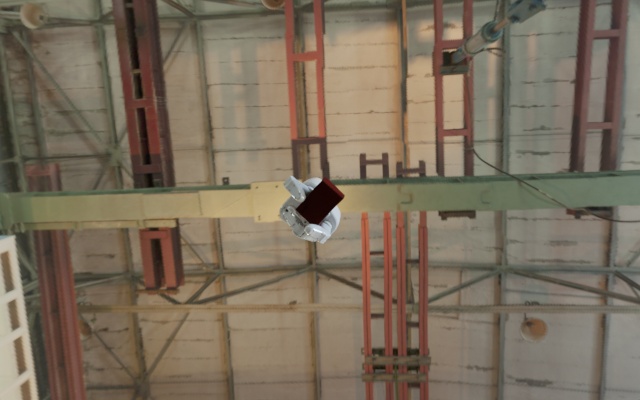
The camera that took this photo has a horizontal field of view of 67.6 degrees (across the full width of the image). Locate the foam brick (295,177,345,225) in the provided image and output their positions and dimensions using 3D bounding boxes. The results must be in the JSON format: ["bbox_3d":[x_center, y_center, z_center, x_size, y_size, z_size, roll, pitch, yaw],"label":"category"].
[{"bbox_3d":[0.000,0.003,0.885,0.053,0.078,0.051,44,13,0],"label":"foam brick"}]
